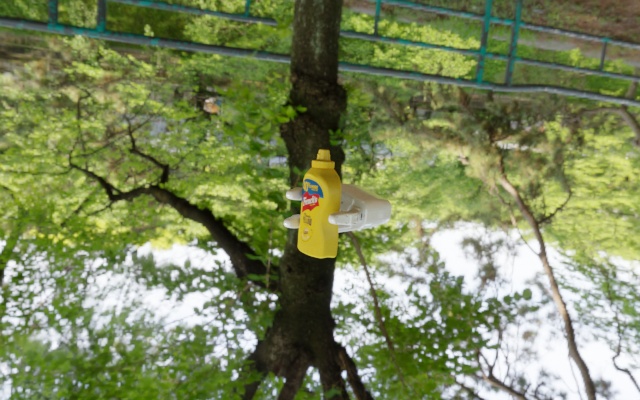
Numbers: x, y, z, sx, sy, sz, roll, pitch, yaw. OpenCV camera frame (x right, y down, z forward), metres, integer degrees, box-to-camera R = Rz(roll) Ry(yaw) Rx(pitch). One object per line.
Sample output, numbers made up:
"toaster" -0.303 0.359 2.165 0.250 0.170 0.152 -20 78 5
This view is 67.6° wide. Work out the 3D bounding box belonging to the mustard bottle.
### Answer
"mustard bottle" 0.000 0.003 0.872 0.058 0.191 0.096 1 8 -29
